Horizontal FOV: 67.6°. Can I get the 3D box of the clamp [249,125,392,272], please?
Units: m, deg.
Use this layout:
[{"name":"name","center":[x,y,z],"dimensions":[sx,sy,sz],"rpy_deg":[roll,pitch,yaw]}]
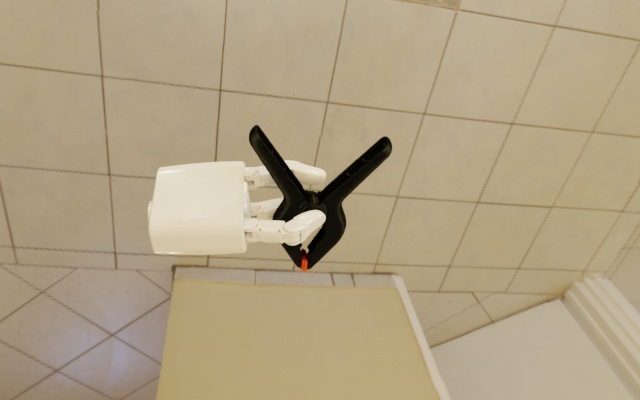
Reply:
[{"name":"clamp","center":[0.000,0.003,0.594],"dimensions":[0.164,0.210,0.036],"rpy_deg":[-1,35,-3]}]
